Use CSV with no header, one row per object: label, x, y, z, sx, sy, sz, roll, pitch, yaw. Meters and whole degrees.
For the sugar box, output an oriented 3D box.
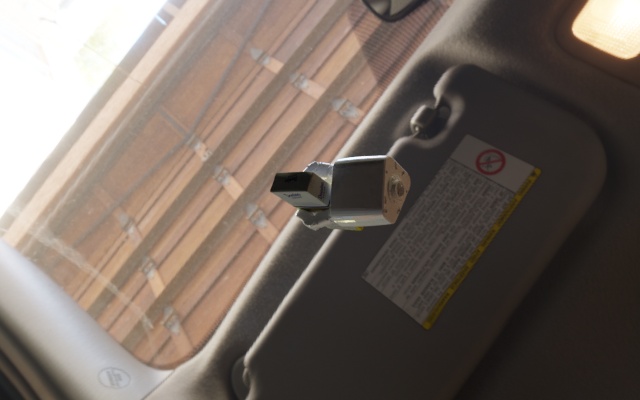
sugar box,0.000,0.002,0.886,0.093,0.048,0.176,1,-26,40
